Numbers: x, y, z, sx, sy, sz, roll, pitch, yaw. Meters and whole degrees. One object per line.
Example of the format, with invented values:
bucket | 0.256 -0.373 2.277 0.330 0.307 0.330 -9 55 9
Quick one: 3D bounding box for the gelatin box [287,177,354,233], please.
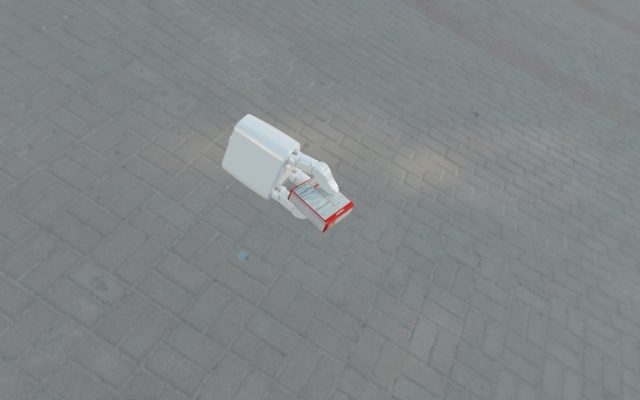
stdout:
gelatin box | 0.001 0.003 0.809 0.089 0.030 0.073 42 48 17
